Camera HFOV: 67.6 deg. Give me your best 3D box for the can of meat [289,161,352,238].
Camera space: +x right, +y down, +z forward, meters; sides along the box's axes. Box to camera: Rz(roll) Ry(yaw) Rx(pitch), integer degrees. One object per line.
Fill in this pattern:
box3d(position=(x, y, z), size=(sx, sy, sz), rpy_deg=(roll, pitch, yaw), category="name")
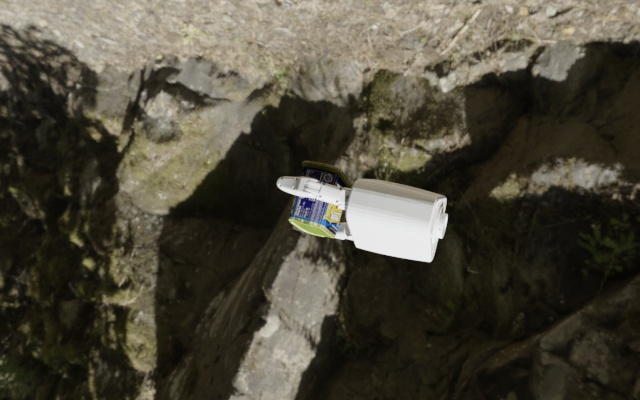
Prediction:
box3d(position=(0.000, 0.002, 0.665), size=(0.057, 0.084, 0.102), rpy_deg=(12, -11, 18), category="can of meat")
